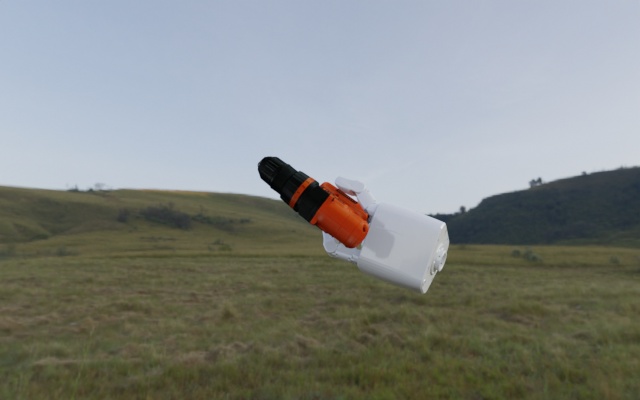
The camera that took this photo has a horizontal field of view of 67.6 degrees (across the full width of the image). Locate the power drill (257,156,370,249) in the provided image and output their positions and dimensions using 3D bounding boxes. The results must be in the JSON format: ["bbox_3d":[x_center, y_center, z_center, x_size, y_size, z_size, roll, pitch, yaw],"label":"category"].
[{"bbox_3d":[0.000,0.003,0.734,0.184,0.057,0.187,39,7,11],"label":"power drill"}]
